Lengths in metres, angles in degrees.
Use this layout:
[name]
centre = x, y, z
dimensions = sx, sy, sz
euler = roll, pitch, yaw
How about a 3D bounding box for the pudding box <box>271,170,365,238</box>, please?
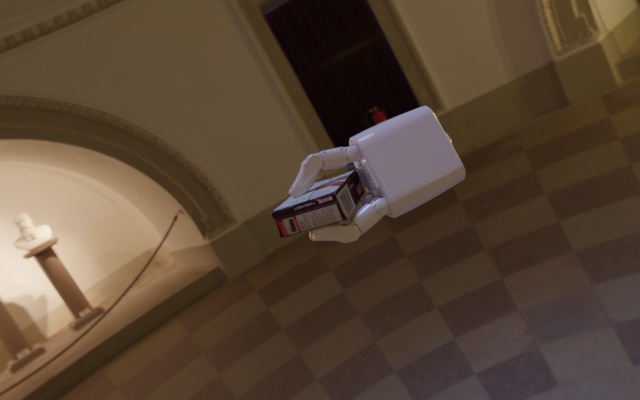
[pudding box]
centre = 0.000, 0.002, 0.607
dimensions = 0.090, 0.039, 0.113
euler = -18, 10, 21
